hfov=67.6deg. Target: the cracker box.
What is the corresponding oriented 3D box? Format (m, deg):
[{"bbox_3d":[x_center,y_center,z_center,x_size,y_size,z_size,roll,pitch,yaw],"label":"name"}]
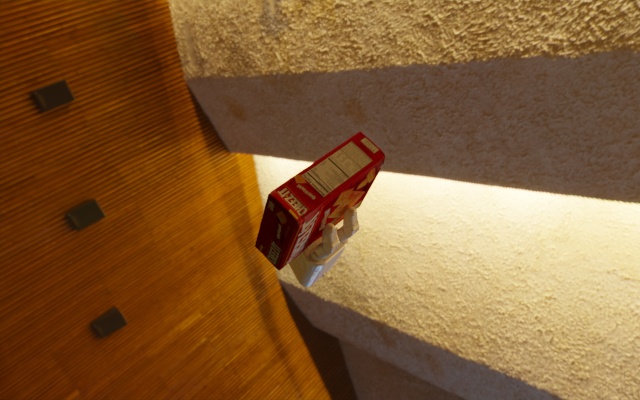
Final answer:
[{"bbox_3d":[0.000,0.002,0.797,0.213,0.072,0.164,-37,-17,-32],"label":"cracker box"}]
